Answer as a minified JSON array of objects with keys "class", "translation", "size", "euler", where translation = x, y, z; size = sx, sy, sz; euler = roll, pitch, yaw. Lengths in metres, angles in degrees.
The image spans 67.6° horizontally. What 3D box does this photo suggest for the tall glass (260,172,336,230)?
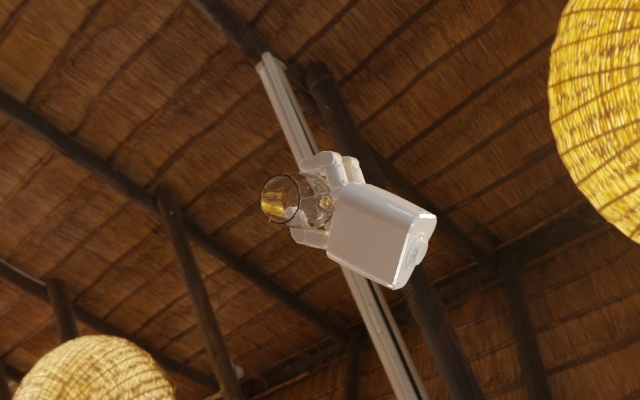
[{"class":"tall glass","translation":[0.000,0.002,0.672],"size":[0.079,0.079,0.201],"euler":[0,-2,31]}]
